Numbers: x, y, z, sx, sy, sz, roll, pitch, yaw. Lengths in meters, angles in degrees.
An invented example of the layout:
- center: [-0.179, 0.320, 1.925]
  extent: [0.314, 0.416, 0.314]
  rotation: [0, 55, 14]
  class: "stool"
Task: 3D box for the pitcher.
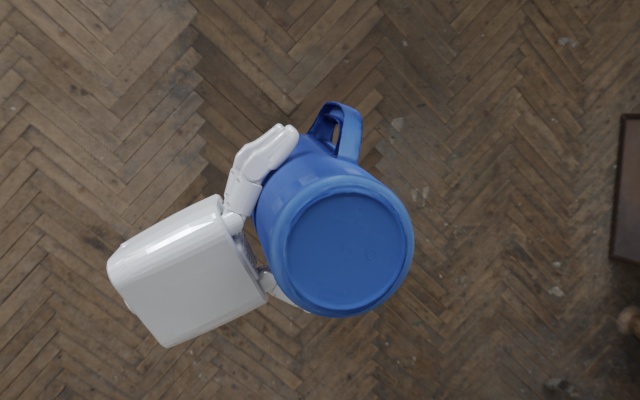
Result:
- center: [0.000, 0.002, 0.448]
  extent: [0.145, 0.149, 0.242]
  rotation: [-27, 15, -4]
  class: "pitcher"
